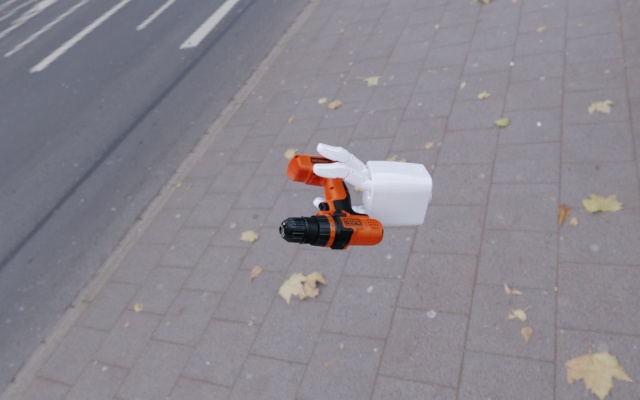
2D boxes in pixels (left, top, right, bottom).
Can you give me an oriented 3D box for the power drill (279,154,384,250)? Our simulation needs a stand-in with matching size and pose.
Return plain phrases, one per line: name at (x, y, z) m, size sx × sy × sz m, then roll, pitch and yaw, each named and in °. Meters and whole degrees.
power drill at (0.000, 0.002, 0.817) m, size 0.184 × 0.187 × 0.057 m, roll 5°, pitch -46°, yaw -29°
